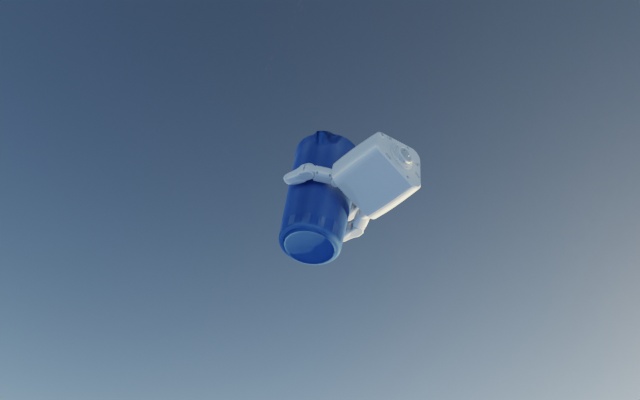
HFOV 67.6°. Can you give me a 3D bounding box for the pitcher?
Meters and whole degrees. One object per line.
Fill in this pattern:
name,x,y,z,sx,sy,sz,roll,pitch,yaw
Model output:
pitcher,0.000,0.003,0.890,0.149,0.242,0.145,35,-49,-22
